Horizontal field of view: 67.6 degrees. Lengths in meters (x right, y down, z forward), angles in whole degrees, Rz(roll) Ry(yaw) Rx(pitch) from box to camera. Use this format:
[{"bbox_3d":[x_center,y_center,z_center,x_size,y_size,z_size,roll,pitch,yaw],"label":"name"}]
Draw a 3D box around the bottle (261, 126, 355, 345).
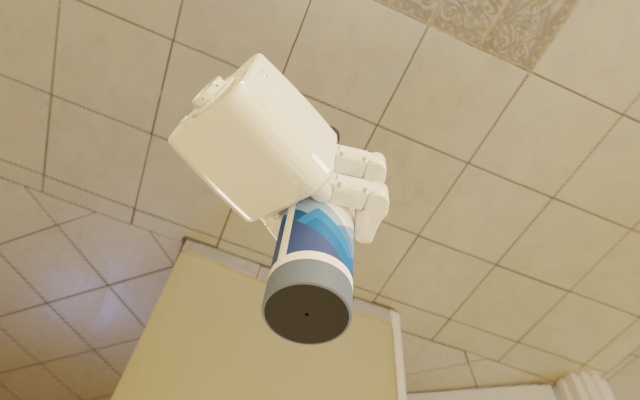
[{"bbox_3d":[0.000,0.002,0.467,0.069,0.069,0.295,0,34,5],"label":"bottle"}]
